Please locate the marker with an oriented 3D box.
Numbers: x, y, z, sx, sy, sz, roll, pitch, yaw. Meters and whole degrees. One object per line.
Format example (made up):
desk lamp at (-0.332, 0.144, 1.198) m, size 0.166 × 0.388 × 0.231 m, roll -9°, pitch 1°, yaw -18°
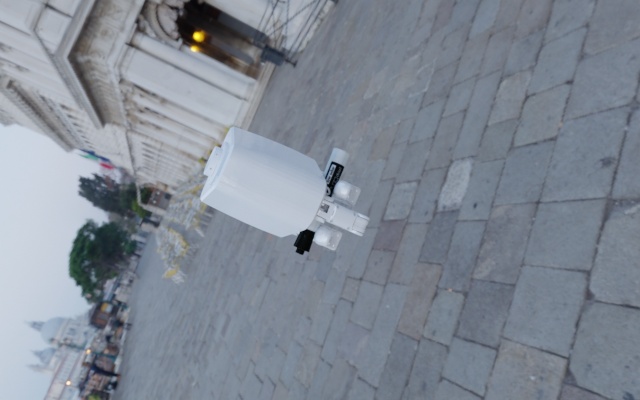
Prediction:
marker at (0.000, 0.002, 0.518) m, size 0.020 × 0.121 × 0.020 m, roll 23°, pitch -2°, yaw 1°
